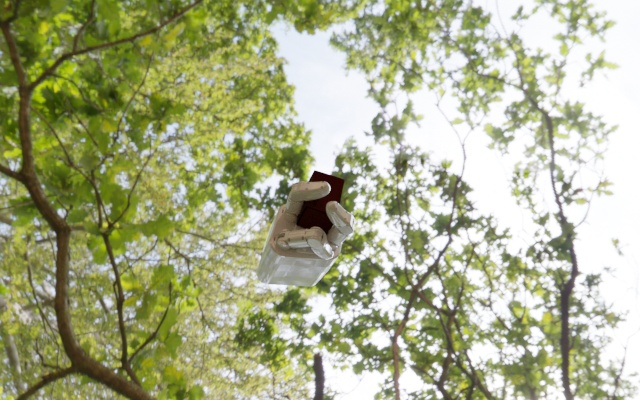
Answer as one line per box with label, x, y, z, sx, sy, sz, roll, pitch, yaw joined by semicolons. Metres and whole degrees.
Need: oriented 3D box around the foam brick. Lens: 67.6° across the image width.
foam brick;0.000;0.002;0.733;0.053;0.078;0.051;20;-41;-8
